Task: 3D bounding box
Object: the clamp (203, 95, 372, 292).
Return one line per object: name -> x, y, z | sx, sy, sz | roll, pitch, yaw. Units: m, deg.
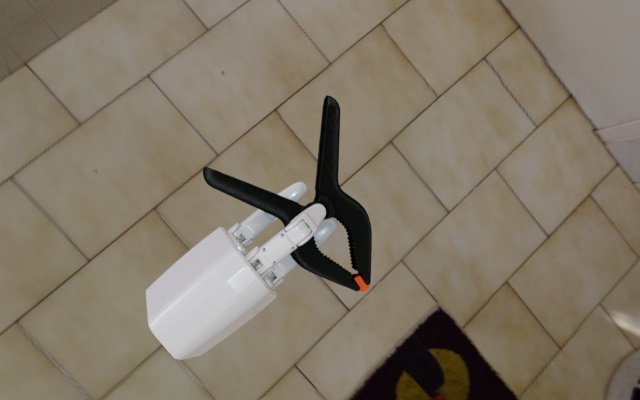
clamp -> 0.000, 0.002, 0.517 | 0.164, 0.210, 0.036 | -39, 5, -7
